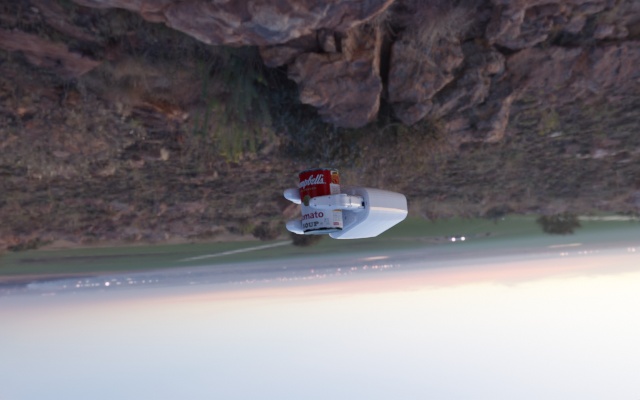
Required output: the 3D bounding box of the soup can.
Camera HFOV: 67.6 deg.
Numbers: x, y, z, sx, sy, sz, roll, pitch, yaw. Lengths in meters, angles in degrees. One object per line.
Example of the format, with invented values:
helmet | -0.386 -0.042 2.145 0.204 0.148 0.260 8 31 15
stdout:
soup can | 0.000 0.003 0.799 0.068 0.102 0.068 -4 -9 -1
